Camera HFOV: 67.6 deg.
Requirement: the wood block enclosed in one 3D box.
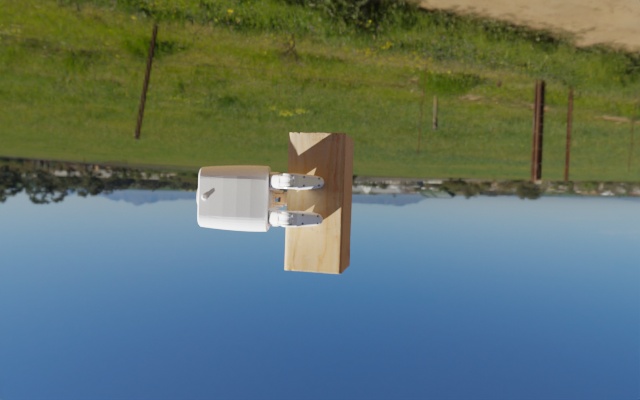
[{"bbox_3d":[0.000,0.003,0.746,0.090,0.206,0.091,2,1,11],"label":"wood block"}]
